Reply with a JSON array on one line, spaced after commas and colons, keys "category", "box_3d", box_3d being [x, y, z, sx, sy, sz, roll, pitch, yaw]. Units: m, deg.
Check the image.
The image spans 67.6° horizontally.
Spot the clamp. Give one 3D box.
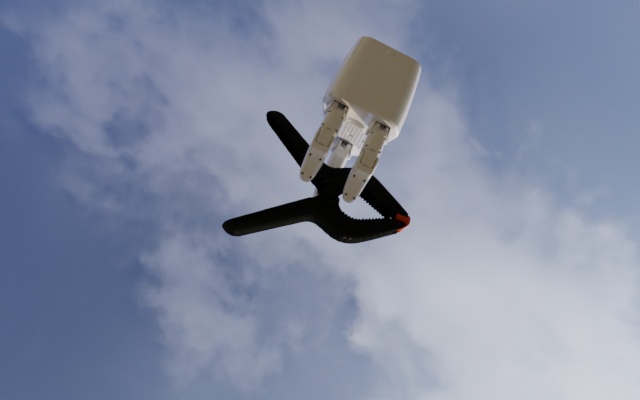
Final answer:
[{"category": "clamp", "box_3d": [0.000, 0.002, 0.557, 0.210, 0.164, 0.036, 26, -24, -3]}]
